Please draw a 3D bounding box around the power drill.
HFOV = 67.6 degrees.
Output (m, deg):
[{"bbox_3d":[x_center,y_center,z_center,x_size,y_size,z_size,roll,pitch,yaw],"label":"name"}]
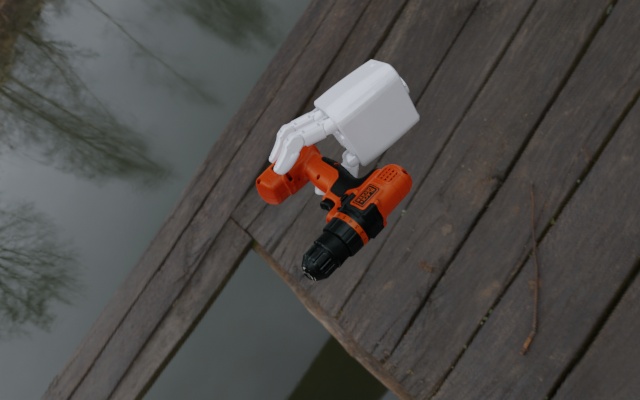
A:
[{"bbox_3d":[0.000,0.002,0.632,0.187,0.184,0.057,30,-25,38],"label":"power drill"}]
